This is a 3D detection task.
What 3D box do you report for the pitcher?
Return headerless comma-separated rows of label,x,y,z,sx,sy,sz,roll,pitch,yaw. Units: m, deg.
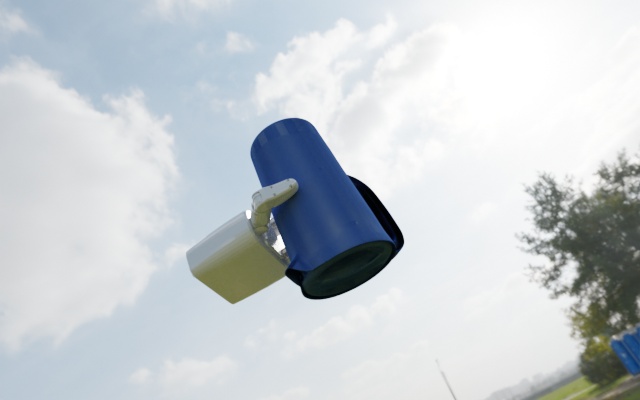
pitcher,0.000,0.002,0.664,0.145,0.242,0.149,-32,-30,9
